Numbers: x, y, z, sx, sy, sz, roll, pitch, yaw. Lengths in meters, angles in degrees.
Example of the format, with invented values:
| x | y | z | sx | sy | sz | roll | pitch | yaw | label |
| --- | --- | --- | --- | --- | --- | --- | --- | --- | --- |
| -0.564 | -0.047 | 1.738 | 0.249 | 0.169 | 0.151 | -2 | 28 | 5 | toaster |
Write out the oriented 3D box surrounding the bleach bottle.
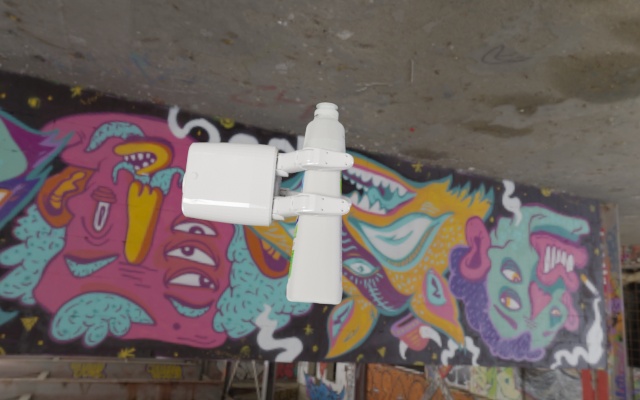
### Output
| x | y | z | sx | sy | sz | roll | pitch | yaw | label |
| --- | --- | --- | --- | --- | --- | --- | --- | --- | --- |
| 0.000 | 0.002 | 0.606 | 0.068 | 0.250 | 0.102 | 4 | -12 | -1 | bleach bottle |
